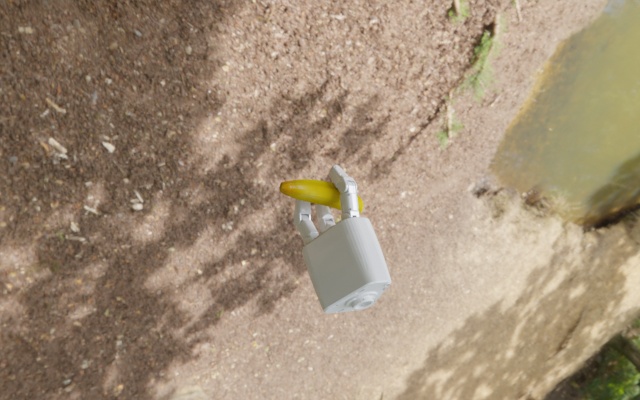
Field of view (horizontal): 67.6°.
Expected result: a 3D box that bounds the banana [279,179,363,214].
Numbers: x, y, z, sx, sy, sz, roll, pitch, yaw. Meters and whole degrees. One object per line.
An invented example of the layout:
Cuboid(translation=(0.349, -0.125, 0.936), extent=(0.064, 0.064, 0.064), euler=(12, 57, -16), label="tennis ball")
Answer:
Cuboid(translation=(0.018, -0.002, 0.767), extent=(0.069, 0.037, 0.198), euler=(-17, -22, 29), label="banana")
